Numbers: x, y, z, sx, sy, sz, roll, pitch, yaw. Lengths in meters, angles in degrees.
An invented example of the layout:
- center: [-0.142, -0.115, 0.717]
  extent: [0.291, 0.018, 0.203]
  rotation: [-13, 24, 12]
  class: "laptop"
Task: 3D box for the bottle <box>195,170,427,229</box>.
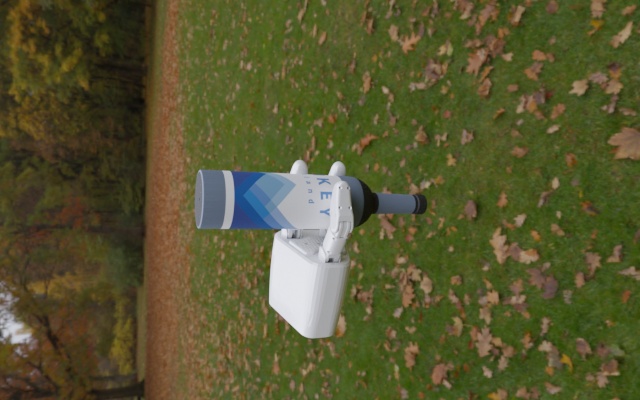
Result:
- center: [0.000, 0.002, 0.589]
  extent: [0.296, 0.069, 0.069]
  rotation: [1, -1, -22]
  class: "bottle"
